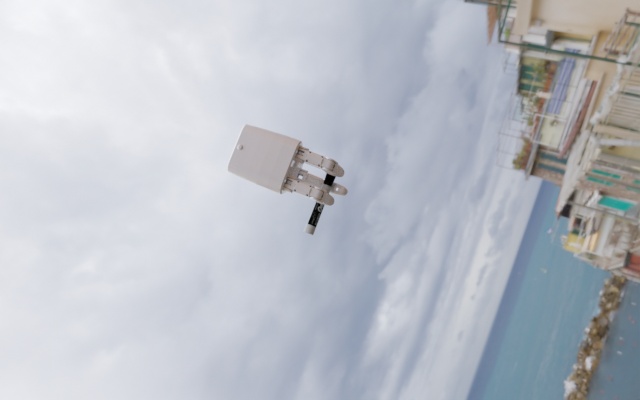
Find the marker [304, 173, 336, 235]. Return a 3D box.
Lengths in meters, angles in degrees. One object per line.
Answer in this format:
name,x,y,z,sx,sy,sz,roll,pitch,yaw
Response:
marker,0.000,0.003,0.855,0.020,0.121,0.020,21,-5,2
